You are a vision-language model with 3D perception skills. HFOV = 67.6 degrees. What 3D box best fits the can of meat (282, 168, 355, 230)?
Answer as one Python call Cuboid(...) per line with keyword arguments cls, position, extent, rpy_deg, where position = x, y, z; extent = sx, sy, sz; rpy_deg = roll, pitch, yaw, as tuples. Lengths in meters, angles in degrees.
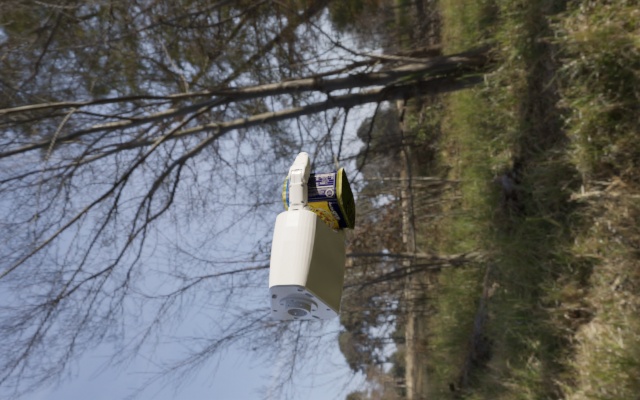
Cuboid(cls="can of meat", position=(0.000, 0.002, 0.686), extent=(0.084, 0.057, 0.102), rpy_deg=(-5, -33, 14))
